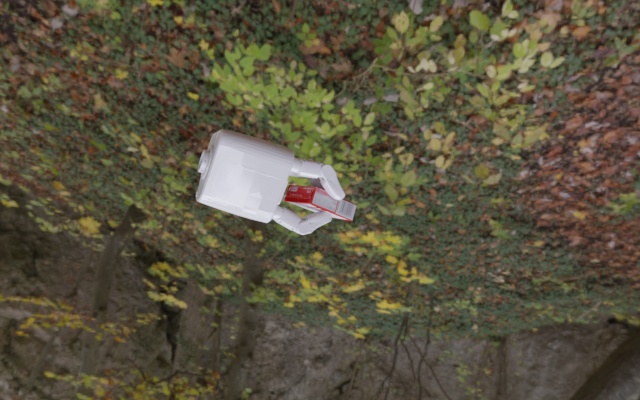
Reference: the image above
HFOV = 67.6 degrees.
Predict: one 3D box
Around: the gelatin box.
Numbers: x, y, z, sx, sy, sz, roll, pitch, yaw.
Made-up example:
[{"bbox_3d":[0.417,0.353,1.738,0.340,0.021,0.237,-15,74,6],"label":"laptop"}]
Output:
[{"bbox_3d":[0.000,0.003,0.745,0.089,0.030,0.073,23,-9,-34],"label":"gelatin box"}]
